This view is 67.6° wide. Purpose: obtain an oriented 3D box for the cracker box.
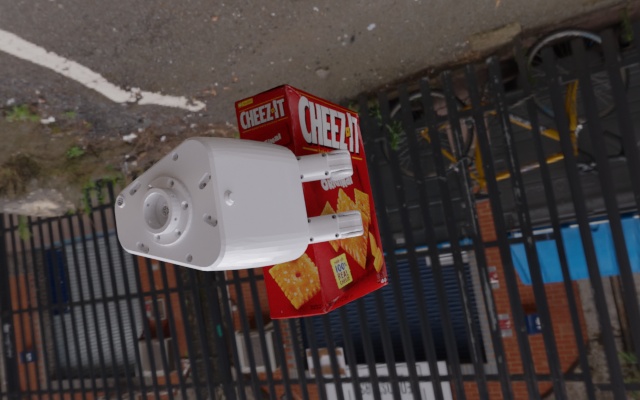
[{"bbox_3d":[0.000,0.002,0.510,0.072,0.213,0.164,-12,-6,28],"label":"cracker box"}]
